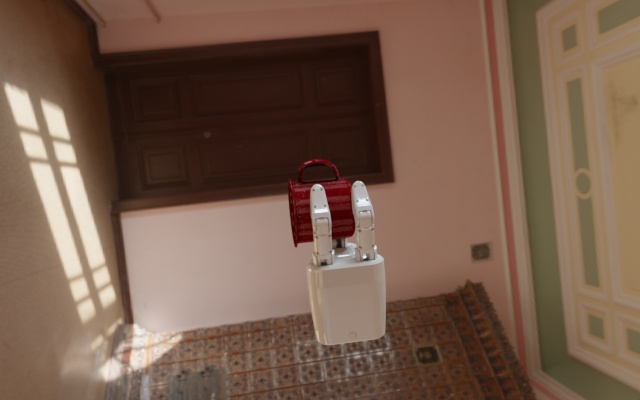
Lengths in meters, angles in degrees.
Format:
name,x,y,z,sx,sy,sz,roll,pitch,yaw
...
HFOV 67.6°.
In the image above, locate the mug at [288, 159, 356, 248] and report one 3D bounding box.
name,x,y,z,sx,sy,sz,roll,pitch,yaw
mug,0.000,0.001,0.646,0.081,0.117,0.093,-6,11,-7
